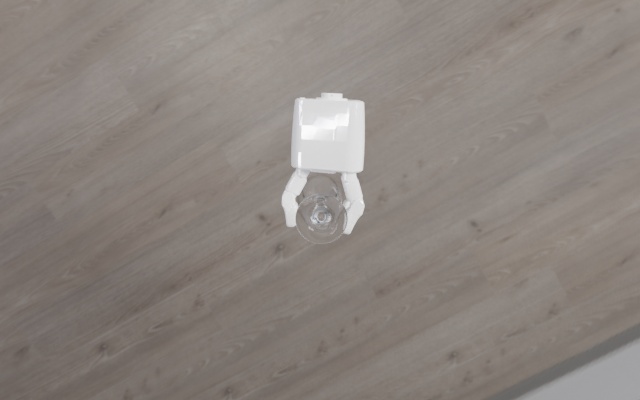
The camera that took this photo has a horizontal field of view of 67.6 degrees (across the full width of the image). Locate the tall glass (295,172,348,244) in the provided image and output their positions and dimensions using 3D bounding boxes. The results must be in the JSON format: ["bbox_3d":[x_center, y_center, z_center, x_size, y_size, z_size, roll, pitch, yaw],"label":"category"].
[{"bbox_3d":[0.000,0.003,0.769,0.079,0.079,0.201,0,13,-1],"label":"tall glass"}]
